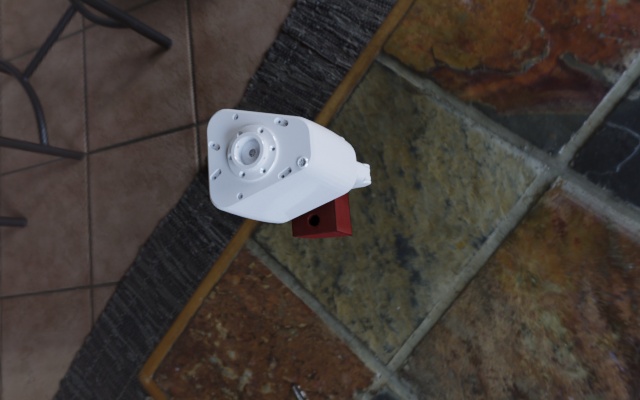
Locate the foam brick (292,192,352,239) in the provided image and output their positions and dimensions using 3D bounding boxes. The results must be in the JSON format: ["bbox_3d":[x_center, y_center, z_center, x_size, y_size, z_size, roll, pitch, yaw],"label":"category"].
[{"bbox_3d":[0.000,0.002,0.524,0.053,0.078,0.051,-8,-9,21],"label":"foam brick"}]
